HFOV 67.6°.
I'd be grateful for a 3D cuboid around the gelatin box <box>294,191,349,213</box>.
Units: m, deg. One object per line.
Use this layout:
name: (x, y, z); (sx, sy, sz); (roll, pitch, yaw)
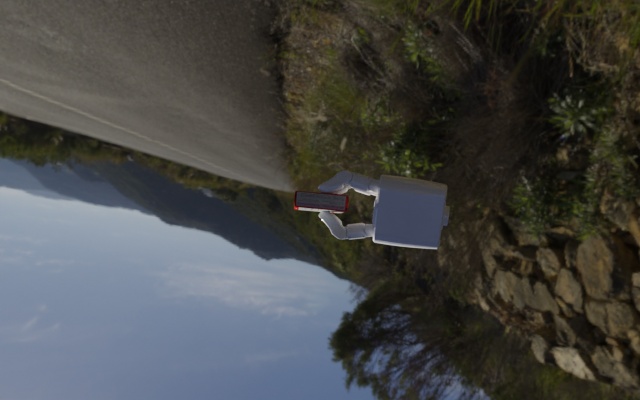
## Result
gelatin box: (0.000, 0.003, 0.805); (0.089, 0.030, 0.073); (5, -4, -3)
